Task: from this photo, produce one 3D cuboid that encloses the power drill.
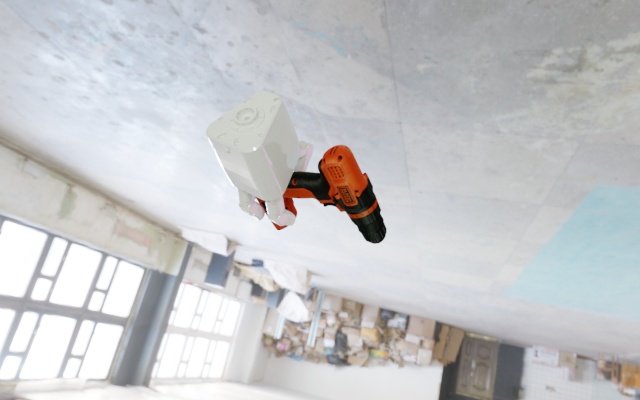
[{"bbox_3d":[0.000,0.002,0.764,0.187,0.184,0.057,-8,36,30],"label":"power drill"}]
